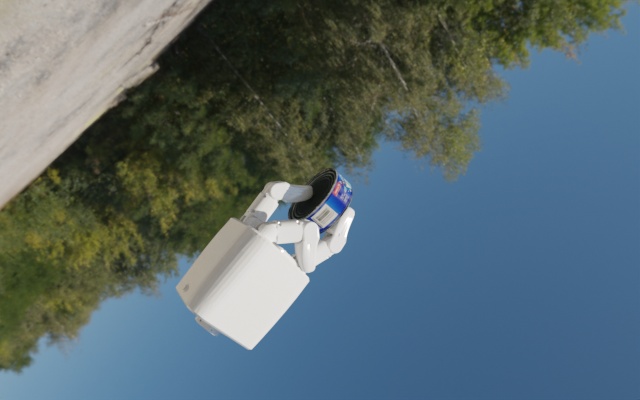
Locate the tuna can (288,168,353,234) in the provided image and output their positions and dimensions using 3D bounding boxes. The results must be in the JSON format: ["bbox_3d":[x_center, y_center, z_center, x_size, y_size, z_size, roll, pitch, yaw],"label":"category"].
[{"bbox_3d":[0.001,0.002,0.604,0.034,0.086,0.086,41,-18,-22],"label":"tuna can"}]
